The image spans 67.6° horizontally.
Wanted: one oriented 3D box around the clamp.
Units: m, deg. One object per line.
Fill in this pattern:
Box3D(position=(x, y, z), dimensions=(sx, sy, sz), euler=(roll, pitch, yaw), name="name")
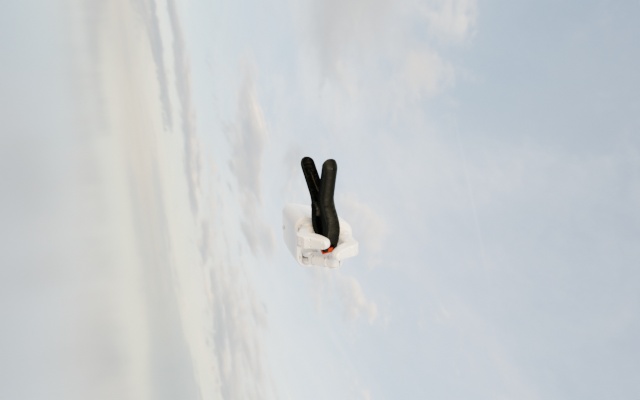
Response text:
Box3D(position=(0.001, 0.003, 0.816), dimensions=(0.039, 0.171, 0.120), euler=(-7, 18, -16), name="clamp")
